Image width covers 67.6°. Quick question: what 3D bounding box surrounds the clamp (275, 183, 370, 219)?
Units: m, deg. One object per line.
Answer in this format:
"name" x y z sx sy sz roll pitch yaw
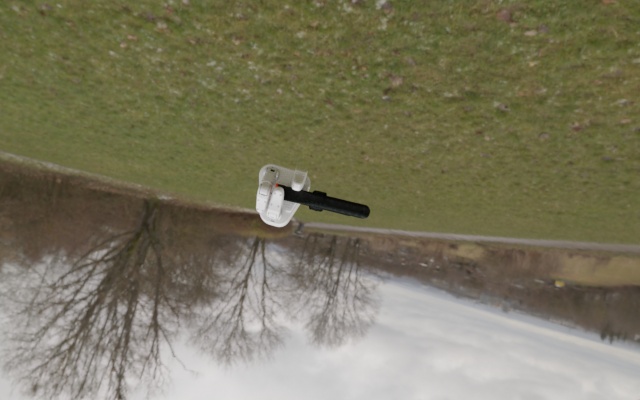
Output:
"clamp" 0.000 0.003 0.872 0.171 0.039 0.120 16 -7 -2
